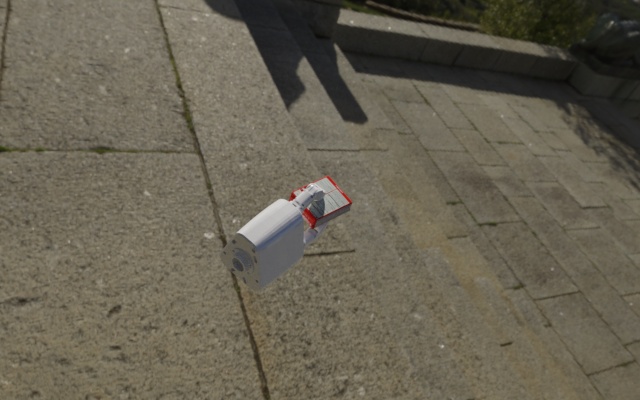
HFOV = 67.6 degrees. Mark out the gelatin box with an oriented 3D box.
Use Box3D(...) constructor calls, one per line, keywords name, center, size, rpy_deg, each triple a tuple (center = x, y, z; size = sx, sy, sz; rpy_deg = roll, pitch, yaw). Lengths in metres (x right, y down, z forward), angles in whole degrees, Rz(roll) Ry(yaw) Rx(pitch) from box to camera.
Box3D(name="gelatin box", center=(0.000, 0.002, 0.853), size=(0.089, 0.073, 0.030), rpy_deg=(-26, -28, -31))
